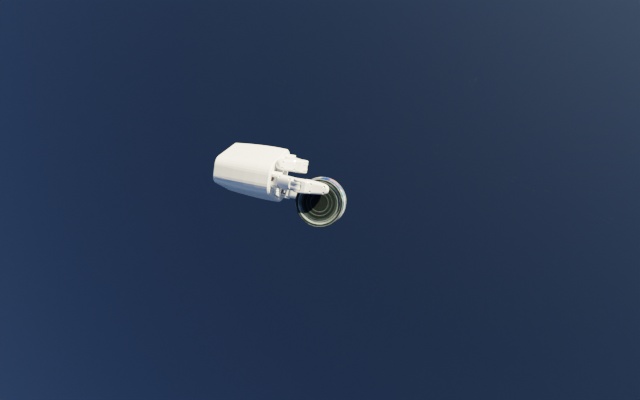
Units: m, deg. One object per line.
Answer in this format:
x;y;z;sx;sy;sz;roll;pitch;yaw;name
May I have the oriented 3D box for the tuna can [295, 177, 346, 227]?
0.000;0.003;0.824;0.086;0.086;0.034;0;5;9;tuna can
